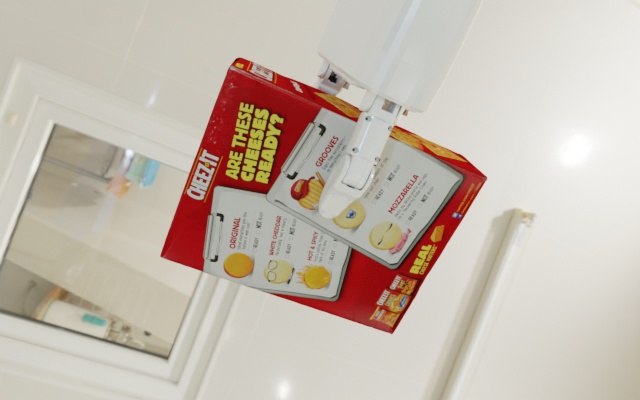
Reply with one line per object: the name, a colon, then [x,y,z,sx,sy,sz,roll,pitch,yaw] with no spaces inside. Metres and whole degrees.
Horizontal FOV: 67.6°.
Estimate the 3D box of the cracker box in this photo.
cracker box: [0.000,0.001,0.402,0.214,0.164,0.072,21,20,-13]
